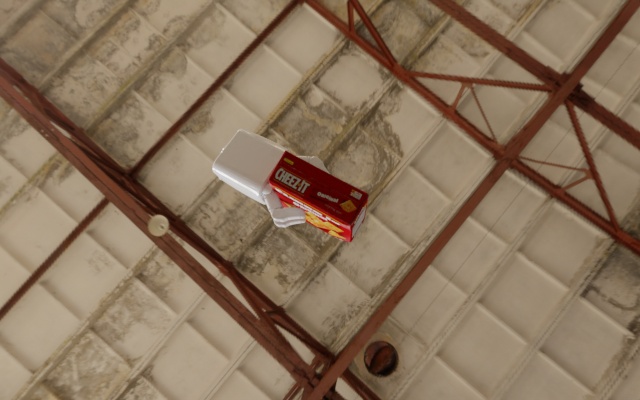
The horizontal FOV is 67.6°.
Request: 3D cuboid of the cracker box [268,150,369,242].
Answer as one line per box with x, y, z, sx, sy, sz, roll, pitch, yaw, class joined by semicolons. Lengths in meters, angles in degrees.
0.000;0.003;0.894;0.164;0.072;0.214;28;-9;9;cracker box
